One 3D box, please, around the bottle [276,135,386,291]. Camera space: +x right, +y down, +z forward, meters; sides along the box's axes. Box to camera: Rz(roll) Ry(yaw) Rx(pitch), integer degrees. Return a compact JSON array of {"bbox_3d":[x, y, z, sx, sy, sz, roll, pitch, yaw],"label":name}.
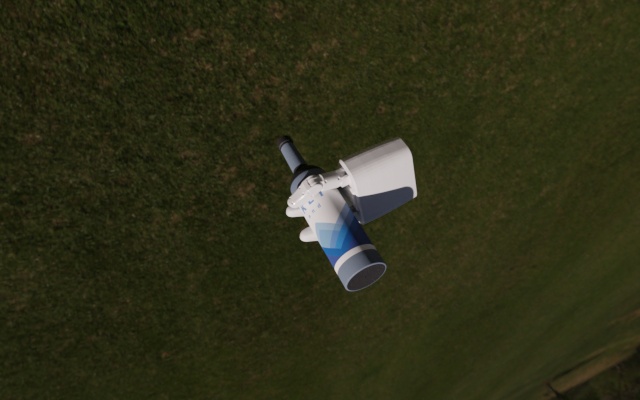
[{"bbox_3d":[0.000,0.003,0.750,0.069,0.295,0.069,-21,-34,-15],"label":"bottle"}]
